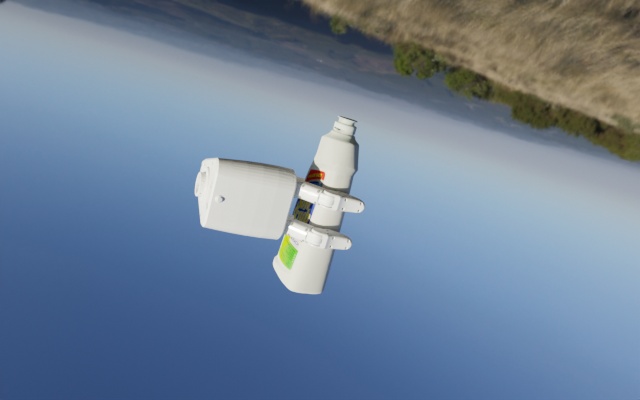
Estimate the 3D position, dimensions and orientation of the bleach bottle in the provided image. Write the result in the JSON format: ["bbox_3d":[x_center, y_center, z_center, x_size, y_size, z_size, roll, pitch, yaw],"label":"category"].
[{"bbox_3d":[0.000,0.002,0.688,0.068,0.251,0.102,10,16,-24],"label":"bleach bottle"}]
